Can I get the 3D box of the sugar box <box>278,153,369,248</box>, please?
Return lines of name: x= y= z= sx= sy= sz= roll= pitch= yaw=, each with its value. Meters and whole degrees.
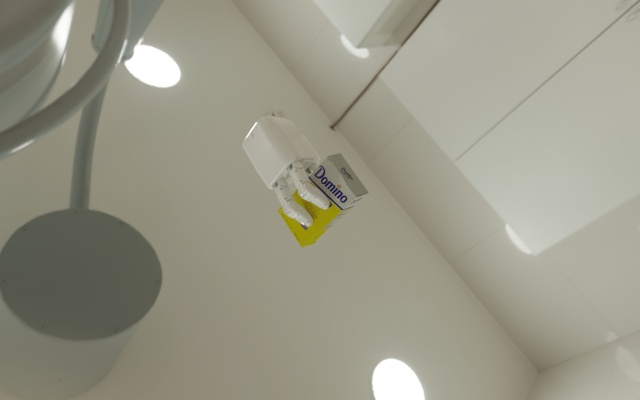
sugar box: x=0.000 y=0.003 z=0.886 sx=0.048 sy=0.093 sz=0.176 roll=-20 pitch=-21 yaw=-47
